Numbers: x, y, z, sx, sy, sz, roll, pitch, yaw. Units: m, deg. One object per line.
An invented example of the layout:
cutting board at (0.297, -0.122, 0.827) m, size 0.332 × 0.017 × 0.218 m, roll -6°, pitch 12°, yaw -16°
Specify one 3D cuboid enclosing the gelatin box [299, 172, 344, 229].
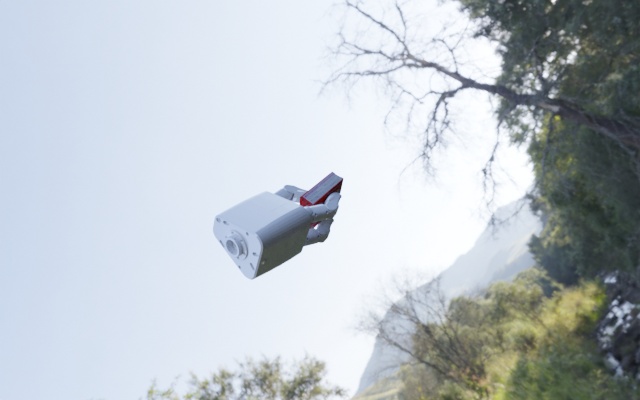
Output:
gelatin box at (0.000, 0.002, 0.831) m, size 0.030 × 0.073 × 0.089 m, roll 34°, pitch 53°, yaw 21°
